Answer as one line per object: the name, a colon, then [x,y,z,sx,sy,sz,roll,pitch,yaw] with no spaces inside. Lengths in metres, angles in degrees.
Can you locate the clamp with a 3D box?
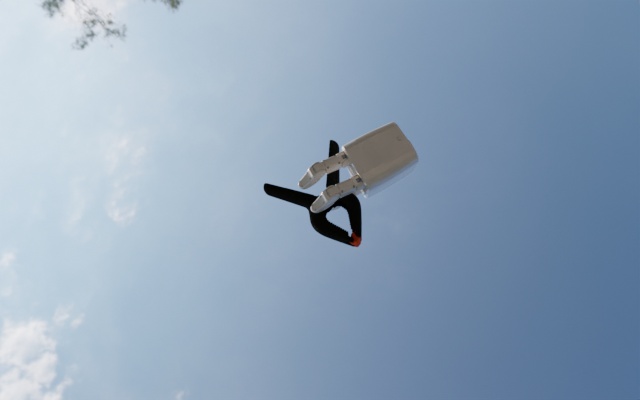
clamp: [0.001,0.003,0.862,0.164,0.210,0.036,-28,-27,-1]
